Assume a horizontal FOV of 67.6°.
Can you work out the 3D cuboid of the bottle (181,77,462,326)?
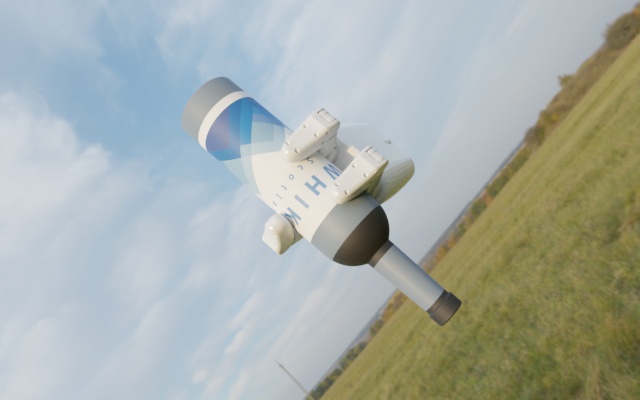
[{"bbox_3d":[0.000,0.001,0.429,0.295,0.069,0.069,41,11,13],"label":"bottle"}]
